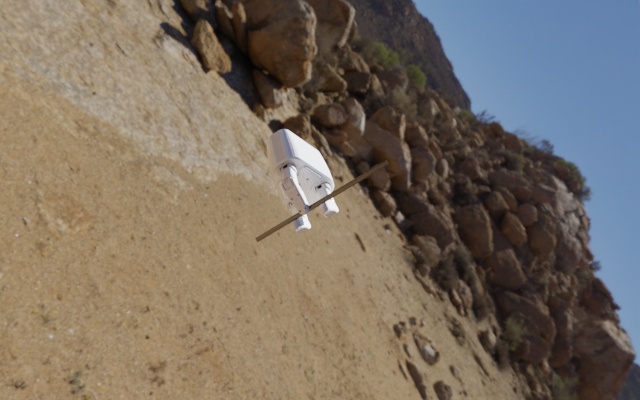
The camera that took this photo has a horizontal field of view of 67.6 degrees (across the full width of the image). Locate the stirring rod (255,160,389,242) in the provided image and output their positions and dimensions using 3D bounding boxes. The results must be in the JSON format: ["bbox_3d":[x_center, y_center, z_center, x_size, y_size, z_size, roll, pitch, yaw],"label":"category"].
[{"bbox_3d":[0.000,0.002,0.742,0.239,0.011,0.011,-31,-6,10],"label":"stirring rod"}]
